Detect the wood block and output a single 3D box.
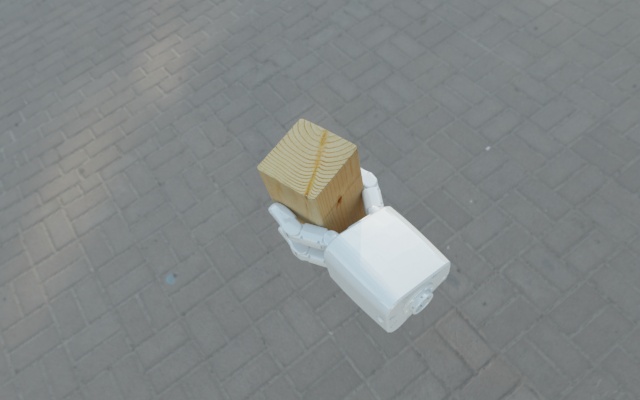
[{"bbox_3d":[0.001,0.002,0.645,0.090,0.090,0.206,30,-22,25],"label":"wood block"}]
